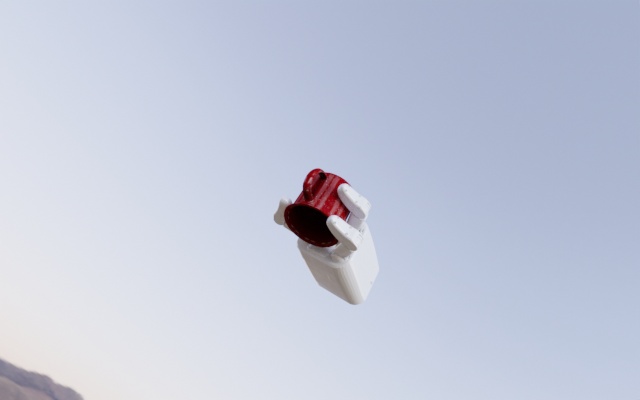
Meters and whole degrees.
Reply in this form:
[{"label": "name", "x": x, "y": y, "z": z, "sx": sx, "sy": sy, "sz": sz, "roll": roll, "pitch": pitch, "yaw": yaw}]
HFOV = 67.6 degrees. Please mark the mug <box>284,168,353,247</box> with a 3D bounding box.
[{"label": "mug", "x": 0.000, "y": 0.001, "z": 0.722, "sx": 0.093, "sy": 0.117, "sz": 0.081, "roll": 7, "pitch": 46, "yaw": 29}]
